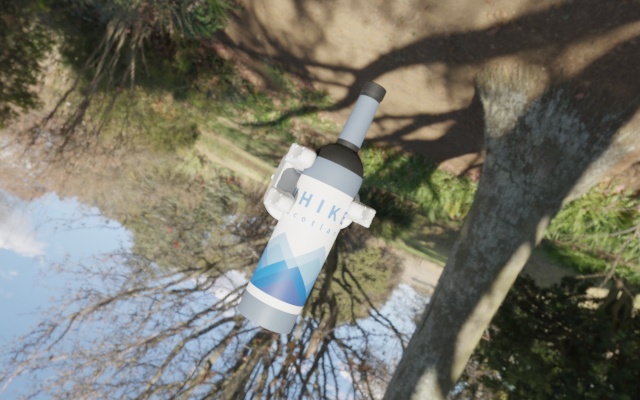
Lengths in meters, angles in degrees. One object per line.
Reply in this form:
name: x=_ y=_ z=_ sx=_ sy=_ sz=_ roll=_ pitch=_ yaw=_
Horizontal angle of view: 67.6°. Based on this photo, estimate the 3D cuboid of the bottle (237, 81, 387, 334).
bottle: x=0.000 y=0.002 z=0.542 sx=0.069 sy=0.295 sz=0.069 roll=26 pitch=-2 yaw=1
